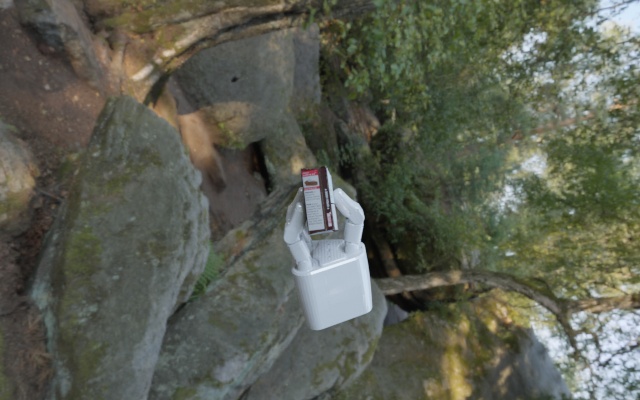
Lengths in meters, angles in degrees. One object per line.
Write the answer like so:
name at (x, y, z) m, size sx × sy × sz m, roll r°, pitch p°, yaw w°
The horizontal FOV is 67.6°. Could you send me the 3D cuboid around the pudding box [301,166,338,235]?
pudding box at (0.000, 0.002, 0.678) m, size 0.039 × 0.090 × 0.113 m, roll -8°, pitch -4°, yaw 3°
